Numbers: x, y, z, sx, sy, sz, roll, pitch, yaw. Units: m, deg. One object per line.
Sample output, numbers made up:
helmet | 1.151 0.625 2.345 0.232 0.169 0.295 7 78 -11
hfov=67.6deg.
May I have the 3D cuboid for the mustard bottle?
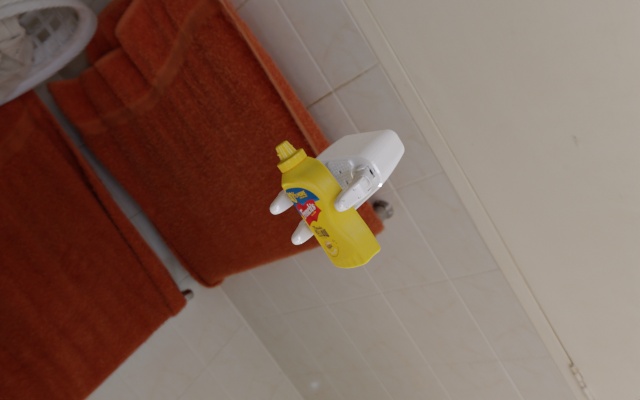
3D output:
mustard bottle | 0.000 0.003 0.653 0.058 0.192 0.096 -39 13 -23
